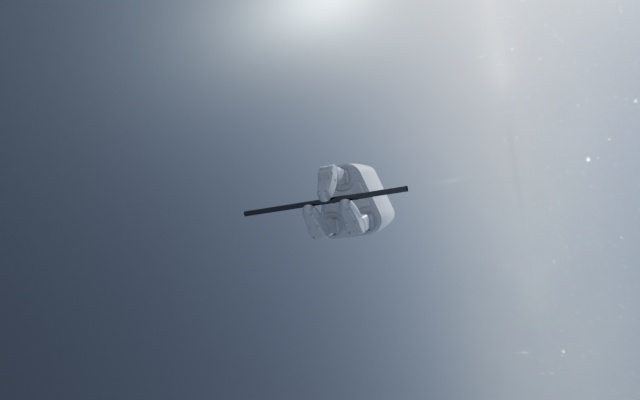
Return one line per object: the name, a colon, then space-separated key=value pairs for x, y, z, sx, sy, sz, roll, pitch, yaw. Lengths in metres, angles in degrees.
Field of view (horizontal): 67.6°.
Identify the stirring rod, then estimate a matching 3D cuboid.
stirring rod: x=0.000 y=0.002 z=0.650 sx=0.239 sy=0.011 sz=0.011 roll=-9 pitch=-4 yaw=22
